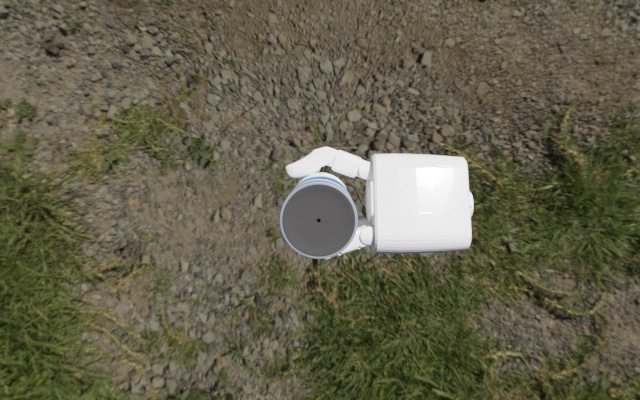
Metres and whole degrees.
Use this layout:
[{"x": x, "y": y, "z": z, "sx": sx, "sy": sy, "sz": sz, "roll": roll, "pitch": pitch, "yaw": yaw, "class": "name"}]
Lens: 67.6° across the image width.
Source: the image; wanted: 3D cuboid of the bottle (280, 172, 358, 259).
[{"x": 0.000, "y": 0.002, "z": 0.548, "sx": 0.069, "sy": 0.069, "sz": 0.295, "roll": 0, "pitch": 6, "yaw": 1, "class": "bottle"}]
